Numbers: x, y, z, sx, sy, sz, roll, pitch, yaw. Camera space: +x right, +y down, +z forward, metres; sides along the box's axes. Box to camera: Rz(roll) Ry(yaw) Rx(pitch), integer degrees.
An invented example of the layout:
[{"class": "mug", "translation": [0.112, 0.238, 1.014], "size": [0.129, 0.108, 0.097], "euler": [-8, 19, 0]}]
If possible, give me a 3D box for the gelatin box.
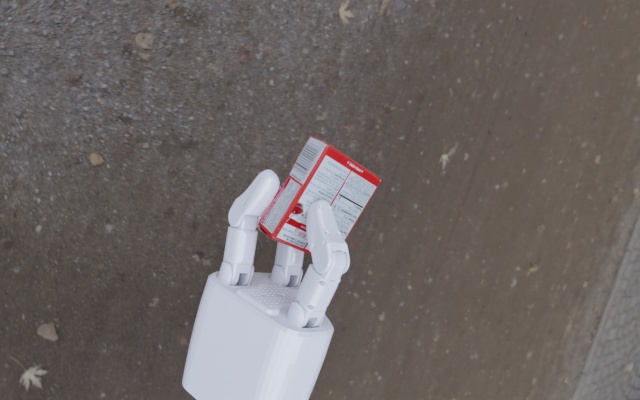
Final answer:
[{"class": "gelatin box", "translation": [0.000, 0.001, 0.404], "size": [0.073, 0.089, 0.030], "euler": [28, 5, -41]}]
